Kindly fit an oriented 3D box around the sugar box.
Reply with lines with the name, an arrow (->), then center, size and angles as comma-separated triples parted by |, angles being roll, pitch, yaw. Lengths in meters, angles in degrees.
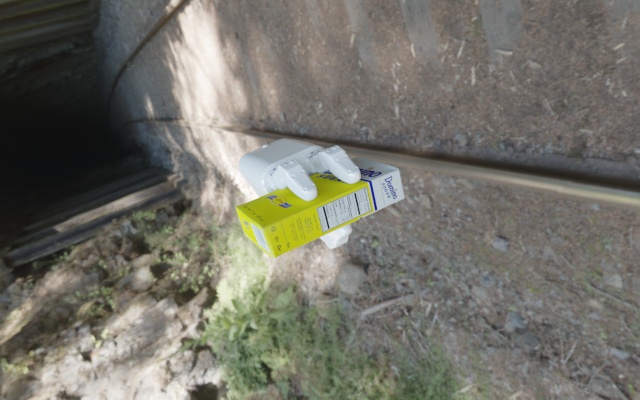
sugar box -> 0.000, 0.001, 0.559 | 0.176, 0.048, 0.093 | -26, 25, -20
